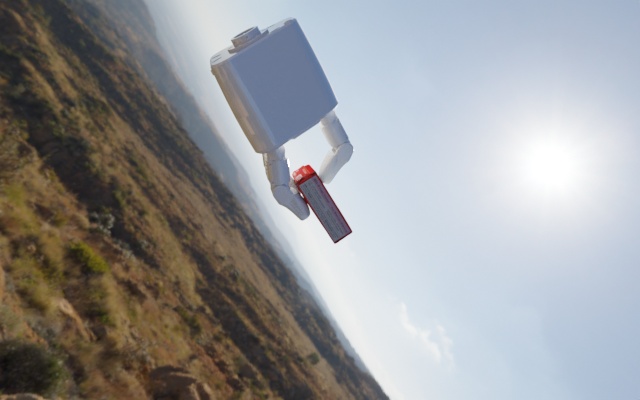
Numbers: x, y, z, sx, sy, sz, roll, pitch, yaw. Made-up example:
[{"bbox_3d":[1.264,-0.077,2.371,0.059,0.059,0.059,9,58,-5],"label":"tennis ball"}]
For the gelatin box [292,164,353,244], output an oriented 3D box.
[{"bbox_3d":[0.001,0.002,0.585,0.030,0.089,0.073,-33,14,1],"label":"gelatin box"}]
